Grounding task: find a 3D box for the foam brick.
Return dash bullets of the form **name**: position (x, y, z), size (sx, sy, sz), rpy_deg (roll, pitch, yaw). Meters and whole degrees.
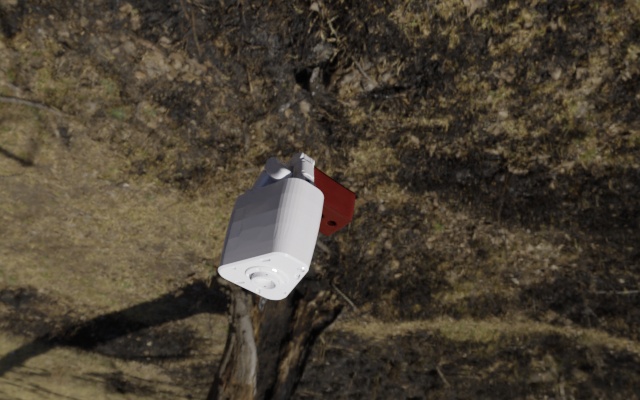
- **foam brick**: position (0.000, 0.002, 0.636), size (0.078, 0.051, 0.053), rpy_deg (32, -46, -25)
